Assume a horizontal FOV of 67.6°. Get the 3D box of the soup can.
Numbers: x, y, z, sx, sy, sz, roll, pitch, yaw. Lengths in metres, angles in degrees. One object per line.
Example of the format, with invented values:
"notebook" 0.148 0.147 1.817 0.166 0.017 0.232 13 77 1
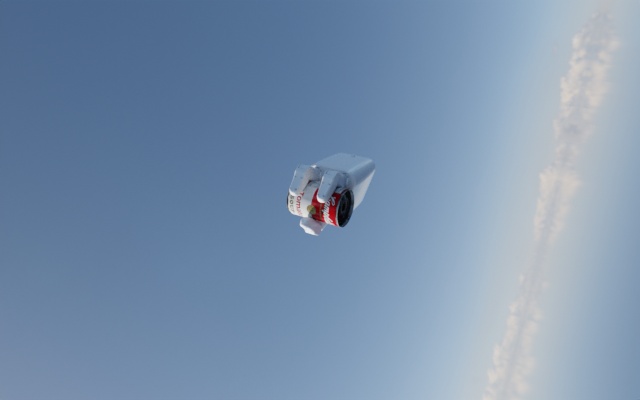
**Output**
"soup can" 0.000 0.003 0.846 0.102 0.068 0.068 15 6 25
